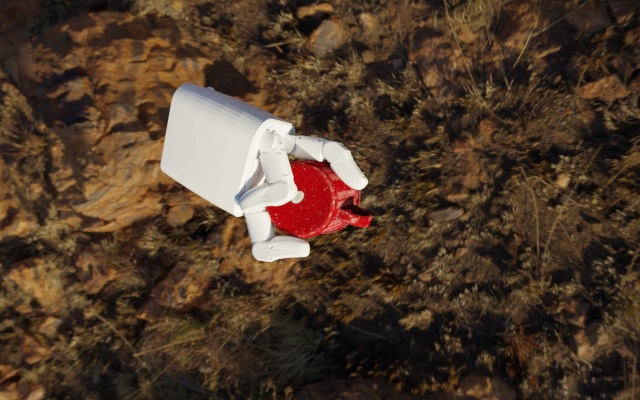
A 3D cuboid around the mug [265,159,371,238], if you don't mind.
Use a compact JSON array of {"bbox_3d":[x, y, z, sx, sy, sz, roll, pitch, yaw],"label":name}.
[{"bbox_3d":[0.001,0.002,0.526,0.117,0.093,0.081,26,12,15],"label":"mug"}]
